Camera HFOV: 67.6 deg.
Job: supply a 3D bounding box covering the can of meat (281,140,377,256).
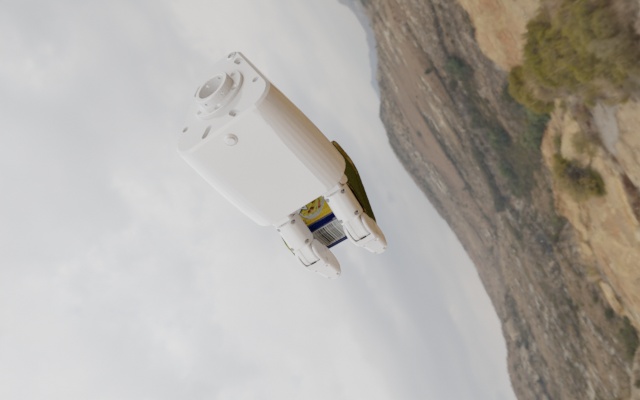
[{"bbox_3d":[0.000,0.002,0.492,0.084,0.102,0.057,-30,-43,16],"label":"can of meat"}]
